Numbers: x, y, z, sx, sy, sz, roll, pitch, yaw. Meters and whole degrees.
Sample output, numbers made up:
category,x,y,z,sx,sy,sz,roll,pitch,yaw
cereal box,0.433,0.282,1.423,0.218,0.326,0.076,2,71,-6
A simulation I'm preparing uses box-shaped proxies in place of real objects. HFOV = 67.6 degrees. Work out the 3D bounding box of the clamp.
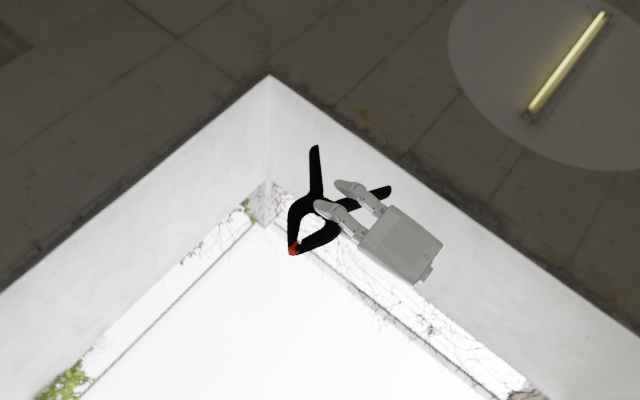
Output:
category,x,y,z,sx,sy,sz,roll,pitch,yaw
clamp,0.000,0.004,0.810,0.164,0.210,0.036,36,-27,15
